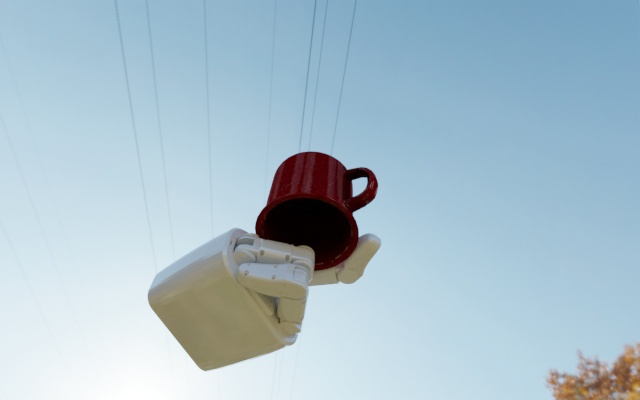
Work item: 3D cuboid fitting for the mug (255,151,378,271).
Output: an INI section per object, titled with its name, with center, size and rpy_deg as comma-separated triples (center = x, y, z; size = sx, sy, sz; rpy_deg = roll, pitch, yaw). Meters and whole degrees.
[mug]
center = 0.001, 0.001, 0.452
size = 0.117, 0.093, 0.081
rpy_deg = -26, 32, 22
